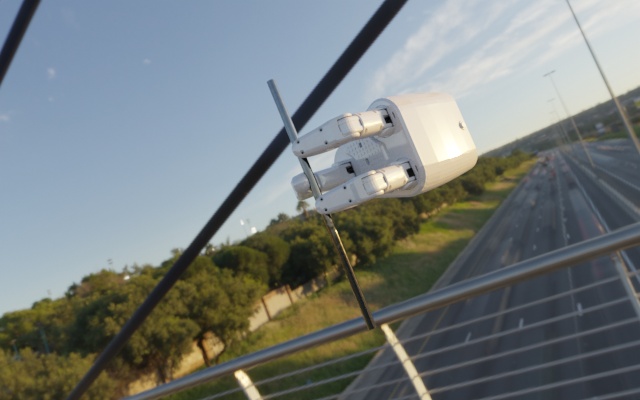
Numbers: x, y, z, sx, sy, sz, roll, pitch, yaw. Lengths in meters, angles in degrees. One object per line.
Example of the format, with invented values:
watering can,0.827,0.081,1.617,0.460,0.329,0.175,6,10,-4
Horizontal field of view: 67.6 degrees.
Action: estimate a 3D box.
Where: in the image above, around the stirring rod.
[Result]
stirring rod,0.000,0.001,0.429,0.011,0.239,0.011,-22,-4,-2
